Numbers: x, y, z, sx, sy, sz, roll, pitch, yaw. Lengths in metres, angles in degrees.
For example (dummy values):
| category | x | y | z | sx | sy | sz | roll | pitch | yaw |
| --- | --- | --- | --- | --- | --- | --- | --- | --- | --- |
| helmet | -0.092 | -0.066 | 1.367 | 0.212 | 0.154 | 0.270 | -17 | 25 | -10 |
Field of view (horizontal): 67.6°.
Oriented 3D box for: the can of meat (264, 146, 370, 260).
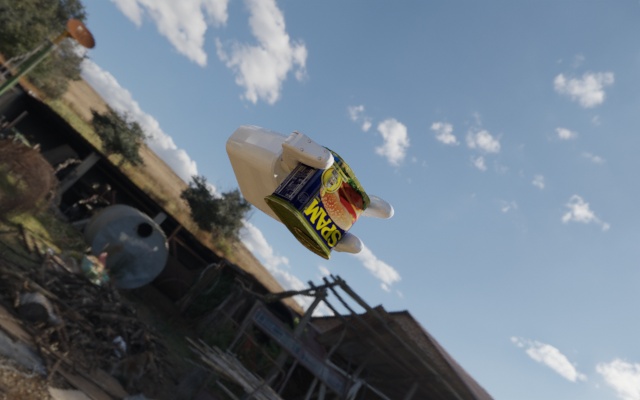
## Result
| category | x | y | z | sx | sy | sz | roll | pitch | yaw |
| --- | --- | --- | --- | --- | --- | --- | --- | --- | --- |
| can of meat | 0.000 | 0.001 | 0.531 | 0.057 | 0.084 | 0.102 | 23 | -24 | 45 |
